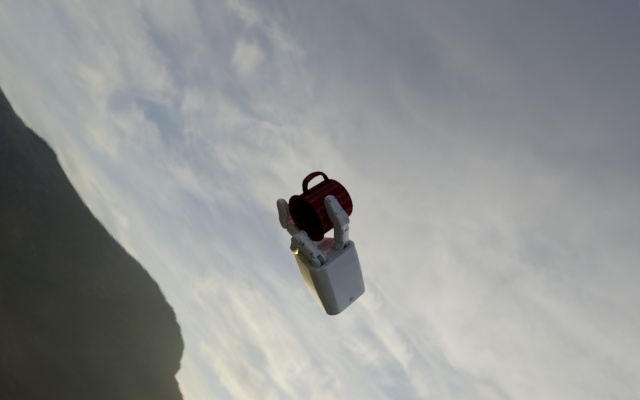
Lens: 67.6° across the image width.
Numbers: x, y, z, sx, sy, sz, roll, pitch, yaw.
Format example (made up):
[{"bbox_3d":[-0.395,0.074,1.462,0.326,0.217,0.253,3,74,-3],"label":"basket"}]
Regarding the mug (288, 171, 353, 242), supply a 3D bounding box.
[{"bbox_3d":[0.000,0.001,0.843,0.081,0.117,0.093,-33,30,-31],"label":"mug"}]
